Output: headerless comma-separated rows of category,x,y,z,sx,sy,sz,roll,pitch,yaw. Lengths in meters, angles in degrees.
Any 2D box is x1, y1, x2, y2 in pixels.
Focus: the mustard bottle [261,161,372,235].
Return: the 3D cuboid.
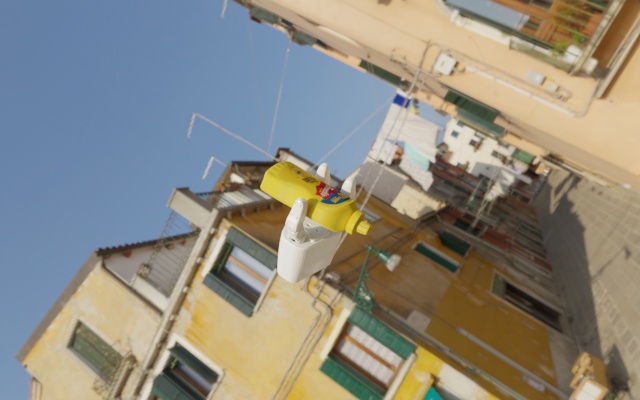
mustard bottle,0.000,0.002,0.800,0.191,0.058,0.096,31,22,18
